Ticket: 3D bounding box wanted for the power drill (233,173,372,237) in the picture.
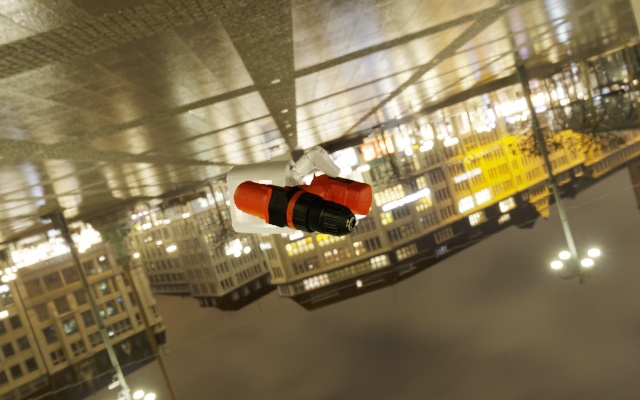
[{"bbox_3d":[0.000,0.002,0.679,0.184,0.057,0.187,15,13,30],"label":"power drill"}]
